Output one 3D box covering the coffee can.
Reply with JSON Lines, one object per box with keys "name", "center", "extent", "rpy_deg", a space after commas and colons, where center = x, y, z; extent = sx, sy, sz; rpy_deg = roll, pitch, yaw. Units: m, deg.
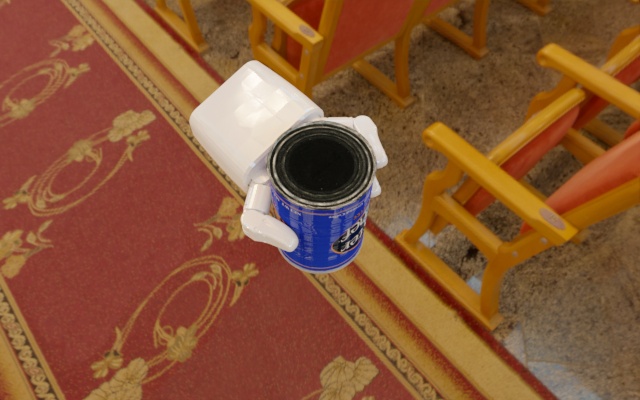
{"name": "coffee can", "center": [0.000, 0.002, 0.499], "extent": [0.103, 0.102, 0.140], "rpy_deg": [0, -32, -1]}
